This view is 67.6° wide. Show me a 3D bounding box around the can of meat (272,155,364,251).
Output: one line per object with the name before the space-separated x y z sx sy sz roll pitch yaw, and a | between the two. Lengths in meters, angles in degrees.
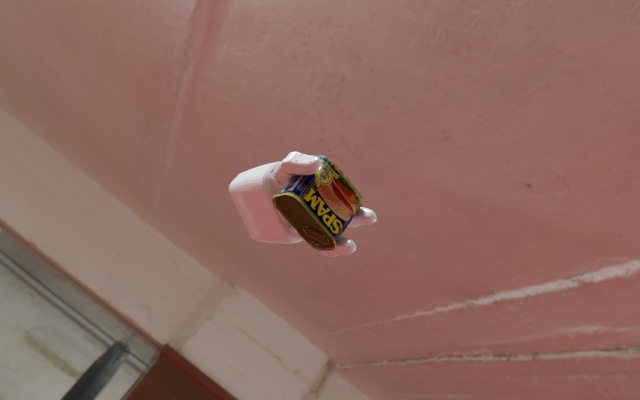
can of meat | 0.000 0.002 0.638 0.057 0.102 0.084 -12 34 52
